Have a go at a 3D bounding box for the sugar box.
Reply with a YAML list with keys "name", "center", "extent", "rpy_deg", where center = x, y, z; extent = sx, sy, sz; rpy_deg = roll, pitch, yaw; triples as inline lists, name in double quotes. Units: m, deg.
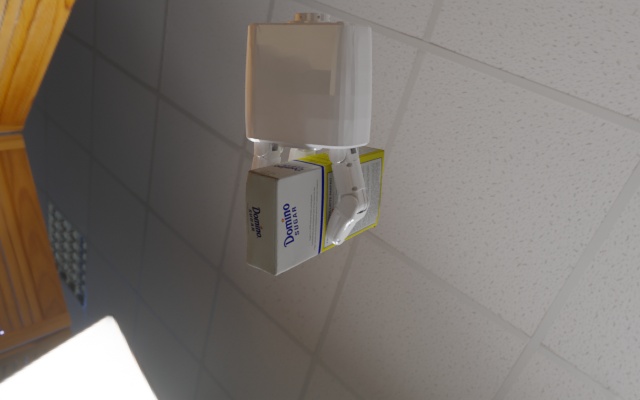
- name: "sugar box"
  center: [0.000, 0.001, 0.486]
  extent: [0.048, 0.093, 0.176]
  rpy_deg: [16, 22, 37]
